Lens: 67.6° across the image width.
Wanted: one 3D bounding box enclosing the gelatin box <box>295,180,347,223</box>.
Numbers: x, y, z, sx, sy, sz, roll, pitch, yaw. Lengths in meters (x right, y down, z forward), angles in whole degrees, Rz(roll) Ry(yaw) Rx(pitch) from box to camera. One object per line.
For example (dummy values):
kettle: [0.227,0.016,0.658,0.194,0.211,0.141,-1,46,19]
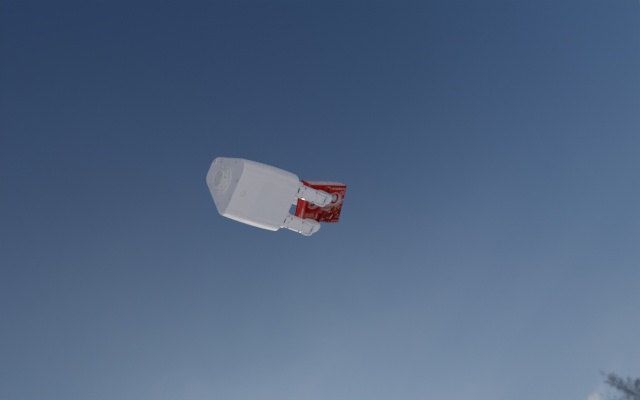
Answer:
gelatin box: [0.000,0.003,0.865,0.089,0.073,0.030,1,19,-40]
